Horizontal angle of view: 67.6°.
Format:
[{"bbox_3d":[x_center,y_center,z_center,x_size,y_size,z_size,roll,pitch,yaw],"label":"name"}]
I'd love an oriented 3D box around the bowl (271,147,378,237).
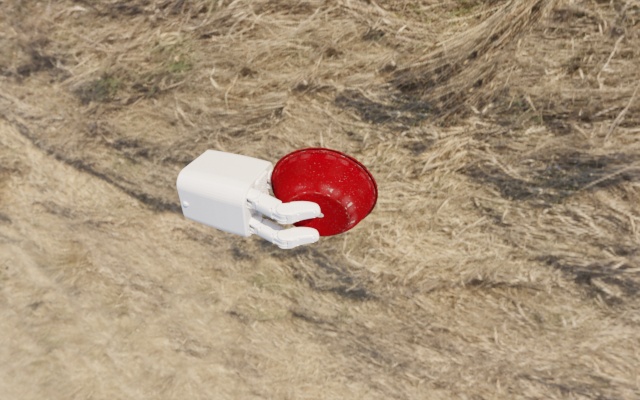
[{"bbox_3d":[0.001,0.003,0.688,0.162,0.055,0.162,7,-43,7],"label":"bowl"}]
